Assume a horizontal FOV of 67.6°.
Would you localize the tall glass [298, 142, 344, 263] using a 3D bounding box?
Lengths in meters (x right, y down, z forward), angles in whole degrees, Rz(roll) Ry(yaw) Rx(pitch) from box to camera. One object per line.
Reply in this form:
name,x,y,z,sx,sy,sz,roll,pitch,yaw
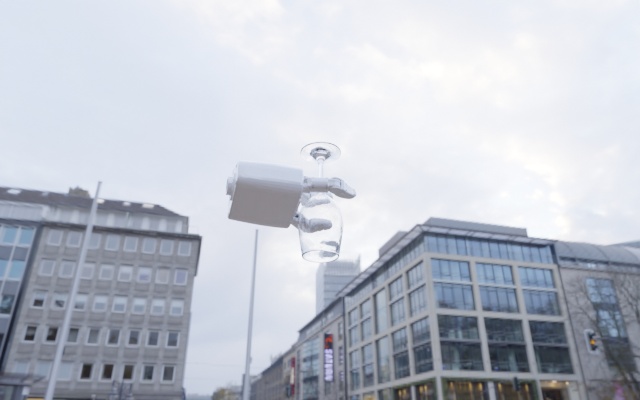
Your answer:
tall glass,0.000,0.002,0.823,0.079,0.201,0.079,0,-26,0
